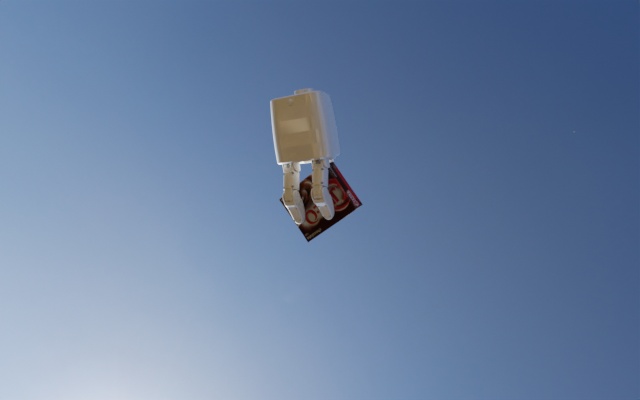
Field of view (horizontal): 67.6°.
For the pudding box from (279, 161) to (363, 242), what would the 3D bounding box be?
[{"bbox_3d":[0.000,0.003,0.798,0.113,0.090,0.039,-37,-6,29],"label":"pudding box"}]
